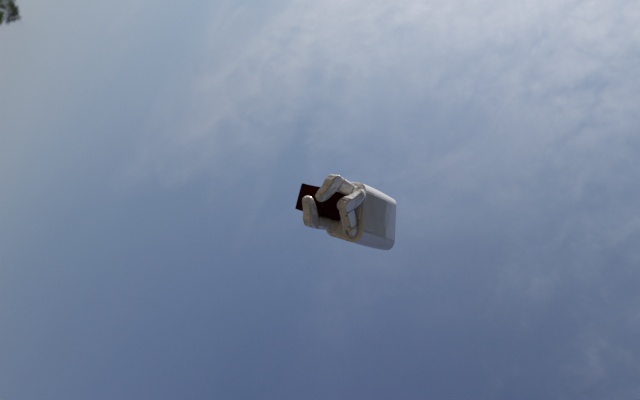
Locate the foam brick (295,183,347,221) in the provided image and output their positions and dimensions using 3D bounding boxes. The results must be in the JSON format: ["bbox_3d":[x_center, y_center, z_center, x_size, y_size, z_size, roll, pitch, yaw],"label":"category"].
[{"bbox_3d":[0.000,0.003,0.899,0.051,0.053,0.078,19,-4,-43],"label":"foam brick"}]
